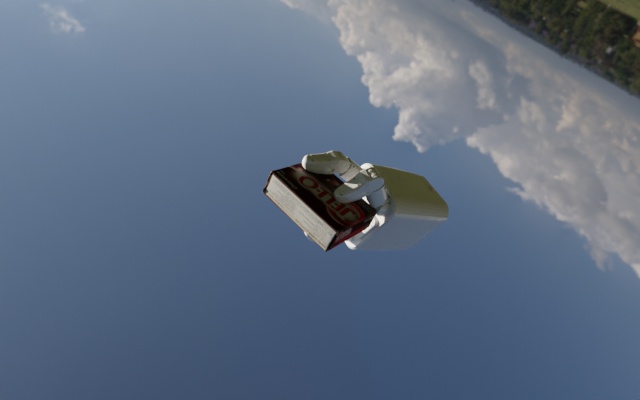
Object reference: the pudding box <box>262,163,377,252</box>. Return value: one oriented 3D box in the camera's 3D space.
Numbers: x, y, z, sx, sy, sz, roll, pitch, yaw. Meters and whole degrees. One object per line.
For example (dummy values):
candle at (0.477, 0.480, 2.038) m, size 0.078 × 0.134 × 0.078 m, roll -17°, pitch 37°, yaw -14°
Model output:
pudding box at (0.000, 0.002, 0.579) m, size 0.113 × 0.039 × 0.090 m, roll 40°, pitch 32°, yaw 20°
